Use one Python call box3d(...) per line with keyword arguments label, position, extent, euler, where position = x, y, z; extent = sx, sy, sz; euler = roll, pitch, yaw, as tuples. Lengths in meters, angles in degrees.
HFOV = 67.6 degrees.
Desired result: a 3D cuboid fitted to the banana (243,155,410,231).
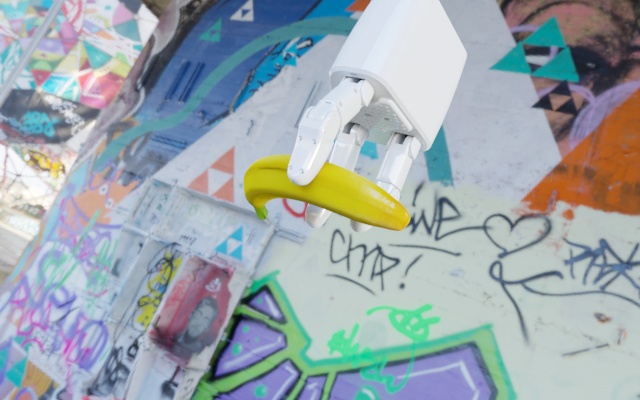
box3d(label="banana", position=(-0.014, -0.010, 0.399), extent=(0.070, 0.037, 0.198), euler=(42, -23, -32))
